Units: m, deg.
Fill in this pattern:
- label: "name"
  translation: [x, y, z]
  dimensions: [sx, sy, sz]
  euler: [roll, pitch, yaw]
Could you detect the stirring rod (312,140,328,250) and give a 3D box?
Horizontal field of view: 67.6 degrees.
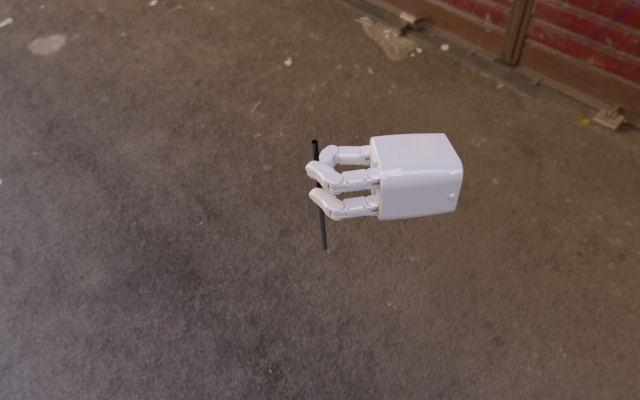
- label: "stirring rod"
  translation: [0.000, 0.002, 0.700]
  dimensions: [0.011, 0.011, 0.240]
  euler: [0, -40, 5]
